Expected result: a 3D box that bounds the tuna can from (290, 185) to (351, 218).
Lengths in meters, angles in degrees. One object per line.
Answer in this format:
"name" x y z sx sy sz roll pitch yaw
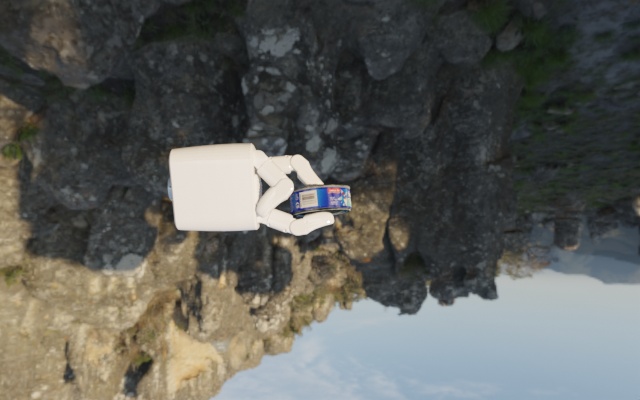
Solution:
"tuna can" 0.000 0.003 0.667 0.086 0.033 0.086 -5 -8 -1
